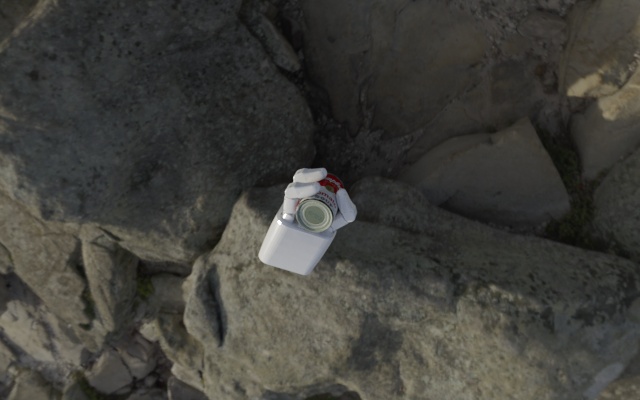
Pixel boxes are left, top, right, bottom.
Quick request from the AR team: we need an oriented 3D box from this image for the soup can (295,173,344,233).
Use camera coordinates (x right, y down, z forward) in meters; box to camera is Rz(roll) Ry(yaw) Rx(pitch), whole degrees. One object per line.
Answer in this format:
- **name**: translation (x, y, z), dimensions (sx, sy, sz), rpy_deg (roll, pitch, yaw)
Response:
- **soup can**: translation (0.000, 0.003, 0.846), dimensions (0.068, 0.068, 0.102), rpy_deg (0, 29, 15)
